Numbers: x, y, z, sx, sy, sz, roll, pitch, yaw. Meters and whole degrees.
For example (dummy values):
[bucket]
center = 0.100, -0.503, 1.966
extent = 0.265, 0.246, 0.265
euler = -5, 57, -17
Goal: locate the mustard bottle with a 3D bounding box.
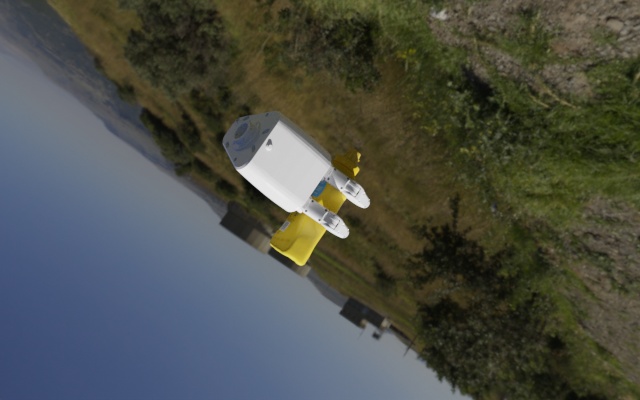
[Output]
[mustard bottle]
center = 0.000, 0.003, 0.720
extent = 0.058, 0.191, 0.096
euler = 35, -6, -13
